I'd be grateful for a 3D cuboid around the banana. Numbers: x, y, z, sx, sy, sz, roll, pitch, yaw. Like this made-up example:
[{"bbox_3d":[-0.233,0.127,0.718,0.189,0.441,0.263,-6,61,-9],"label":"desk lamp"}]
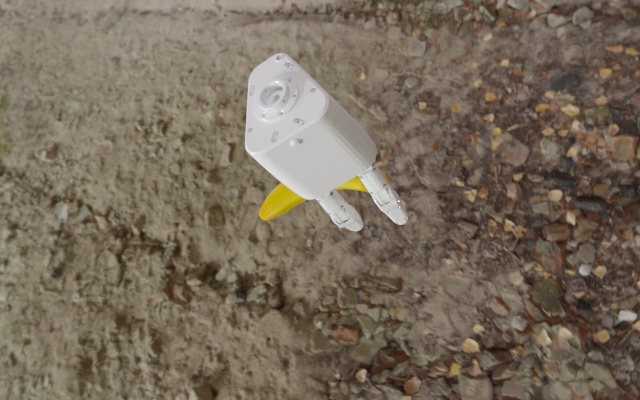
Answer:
[{"bbox_3d":[0.005,-0.016,0.606,0.198,0.069,0.037,-6,-21,28],"label":"banana"}]
